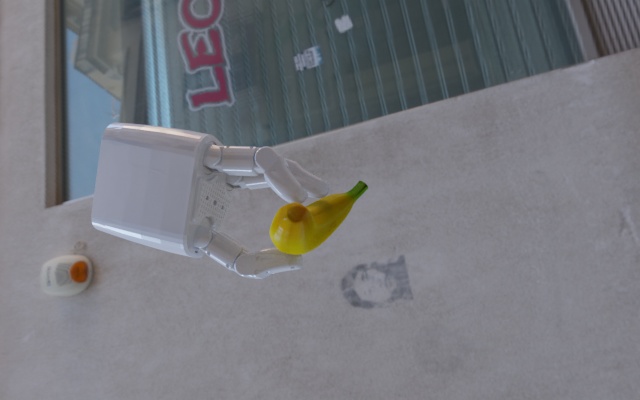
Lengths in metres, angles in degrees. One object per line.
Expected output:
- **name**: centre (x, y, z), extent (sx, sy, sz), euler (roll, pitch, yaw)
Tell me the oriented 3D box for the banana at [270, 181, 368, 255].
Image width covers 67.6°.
- **banana**: centre (-0.008, 0.016, 0.424), extent (0.037, 0.070, 0.198), euler (35, 17, 10)
